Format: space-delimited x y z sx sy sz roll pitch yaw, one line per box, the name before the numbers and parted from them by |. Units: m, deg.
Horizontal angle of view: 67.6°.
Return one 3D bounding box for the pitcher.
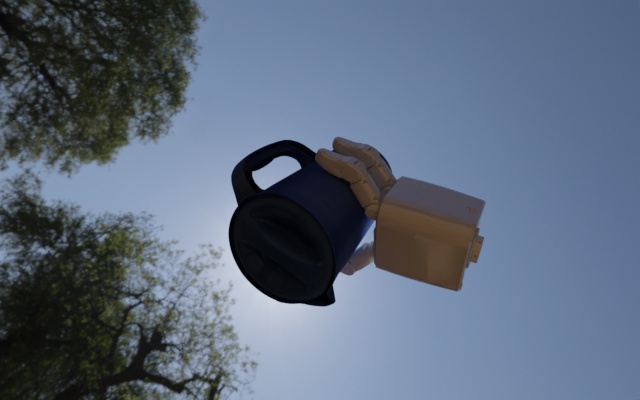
pitcher | 0.000 0.002 0.598 0.145 0.149 0.242 16 29 20
